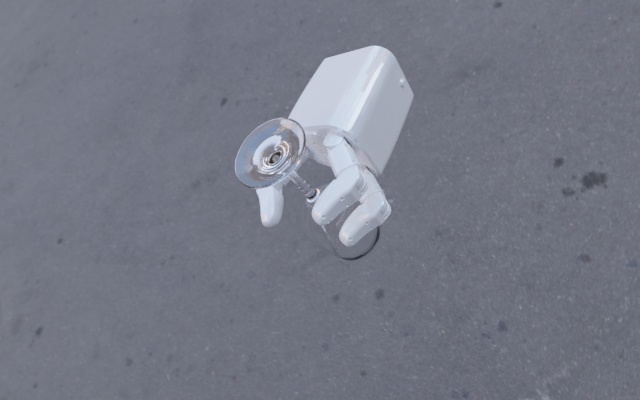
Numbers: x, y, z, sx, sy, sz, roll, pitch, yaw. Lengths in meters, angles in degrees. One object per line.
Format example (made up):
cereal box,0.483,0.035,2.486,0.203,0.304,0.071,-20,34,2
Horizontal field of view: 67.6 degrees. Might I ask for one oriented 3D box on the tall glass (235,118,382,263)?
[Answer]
tall glass,0.000,0.001,0.500,0.079,0.079,0.201,0,-27,31
